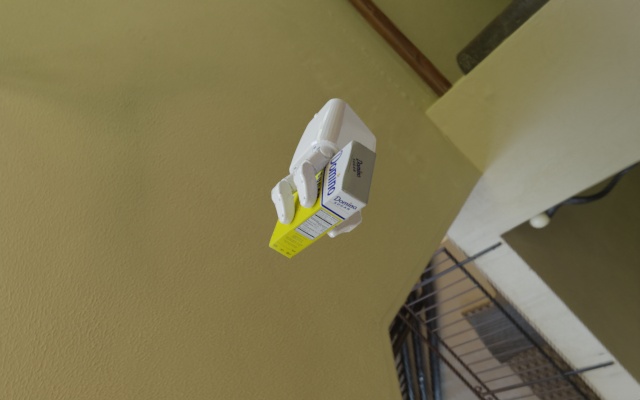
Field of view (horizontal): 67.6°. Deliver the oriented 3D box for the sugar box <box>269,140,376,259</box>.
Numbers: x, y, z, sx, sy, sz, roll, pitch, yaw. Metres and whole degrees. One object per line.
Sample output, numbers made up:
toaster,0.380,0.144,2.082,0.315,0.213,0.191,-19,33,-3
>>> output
sugar box,0.000,0.002,0.645,0.048,0.093,0.176,30,-43,-17
